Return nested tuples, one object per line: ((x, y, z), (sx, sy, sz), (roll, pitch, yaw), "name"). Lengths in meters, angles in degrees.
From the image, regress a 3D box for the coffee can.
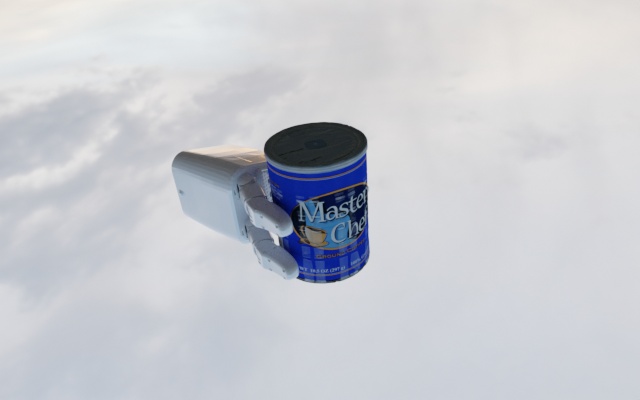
((0.000, 0.002, 0.506), (0.103, 0.140, 0.102), (-4, 32, 2), "coffee can")
